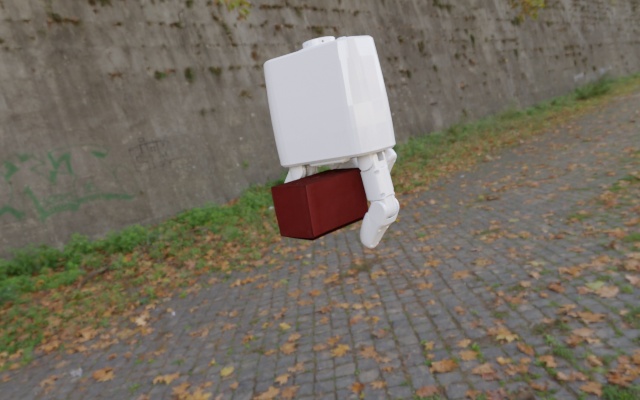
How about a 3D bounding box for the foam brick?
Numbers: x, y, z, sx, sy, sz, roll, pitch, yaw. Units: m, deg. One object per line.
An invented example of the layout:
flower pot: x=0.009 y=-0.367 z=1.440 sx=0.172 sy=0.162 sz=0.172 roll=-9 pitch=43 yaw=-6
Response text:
foam brick: x=0.000 y=0.002 z=0.465 sx=0.078 sy=0.051 sz=0.053 roll=-20 pitch=14 yaw=-40
